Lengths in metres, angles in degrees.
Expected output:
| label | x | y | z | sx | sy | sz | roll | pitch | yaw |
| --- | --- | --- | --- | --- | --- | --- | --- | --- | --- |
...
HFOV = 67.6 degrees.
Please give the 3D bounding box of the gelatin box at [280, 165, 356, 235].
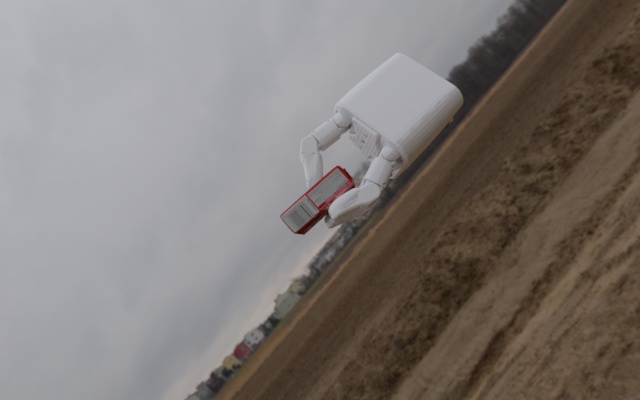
| label | x | y | z | sx | sy | sz | roll | pitch | yaw |
| --- | --- | --- | --- | --- | --- | --- | --- | --- | --- |
| gelatin box | 0.000 | 0.002 | 0.553 | 0.089 | 0.030 | 0.073 | -41 | -7 | 1 |
